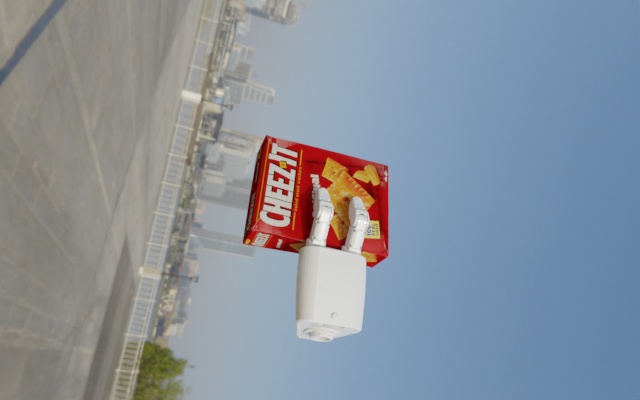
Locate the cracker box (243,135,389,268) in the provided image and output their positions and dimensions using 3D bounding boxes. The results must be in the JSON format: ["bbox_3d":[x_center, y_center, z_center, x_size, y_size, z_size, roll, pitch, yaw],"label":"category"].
[{"bbox_3d":[0.000,0.003,0.748,0.214,0.164,0.072,13,-28,-15],"label":"cracker box"}]
